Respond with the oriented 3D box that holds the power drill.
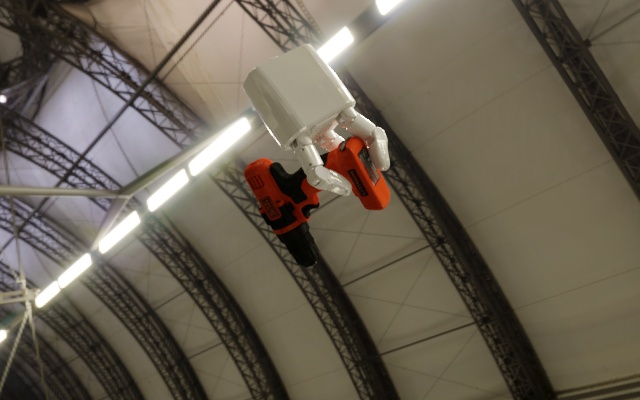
[{"bbox_3d":[0.000,0.002,0.686,0.188,0.184,0.057,-21,19,28],"label":"power drill"}]
